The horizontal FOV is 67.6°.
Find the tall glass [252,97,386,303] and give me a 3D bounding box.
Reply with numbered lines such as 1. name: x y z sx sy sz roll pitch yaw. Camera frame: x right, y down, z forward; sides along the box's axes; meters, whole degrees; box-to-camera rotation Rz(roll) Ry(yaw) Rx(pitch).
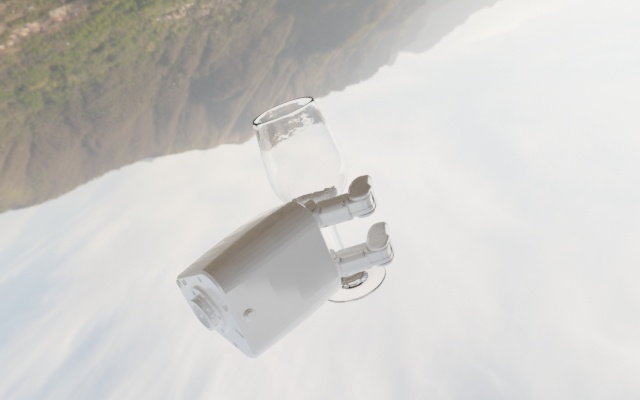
1. tall glass: 0.000 0.002 0.479 0.079 0.201 0.079 -19 22 8
